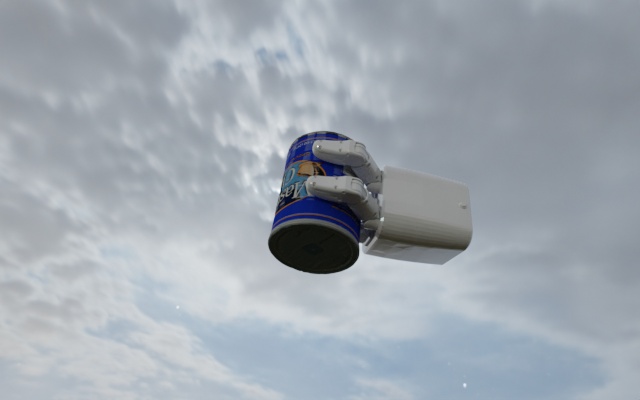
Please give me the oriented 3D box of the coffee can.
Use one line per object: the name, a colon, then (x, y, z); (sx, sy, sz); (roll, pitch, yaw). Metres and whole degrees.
coffee can: (0.000, 0.002, 0.571); (0.103, 0.140, 0.103); (5, -38, 4)
